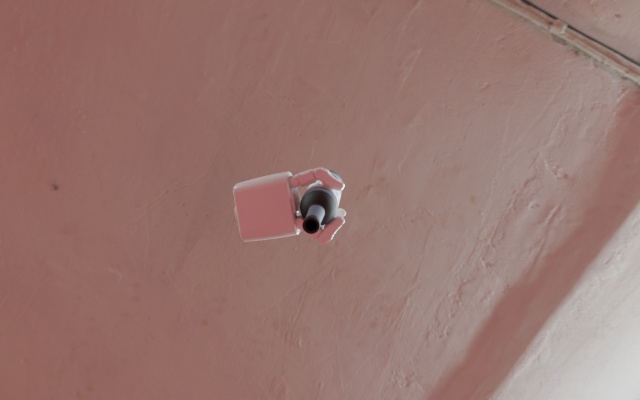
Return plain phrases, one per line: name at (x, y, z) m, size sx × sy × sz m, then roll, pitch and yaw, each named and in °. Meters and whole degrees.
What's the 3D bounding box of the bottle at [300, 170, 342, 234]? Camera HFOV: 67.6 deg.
bottle at (0.000, 0.003, 0.877) m, size 0.069 × 0.069 × 0.295 m, roll 0°, pitch 14°, yaw 6°
